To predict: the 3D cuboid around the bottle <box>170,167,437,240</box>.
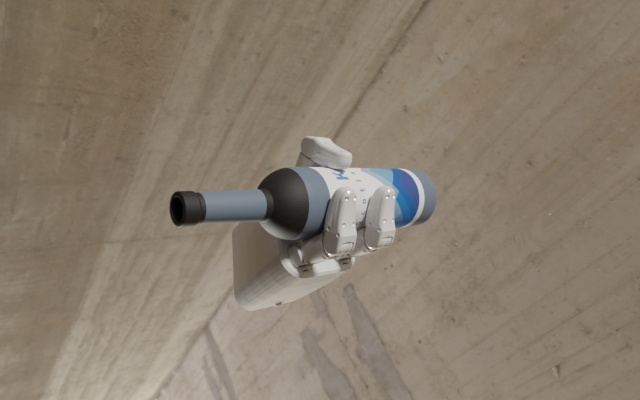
[{"bbox_3d":[0.000,0.001,0.458,0.296,0.069,0.069,-3,2,-43],"label":"bottle"}]
